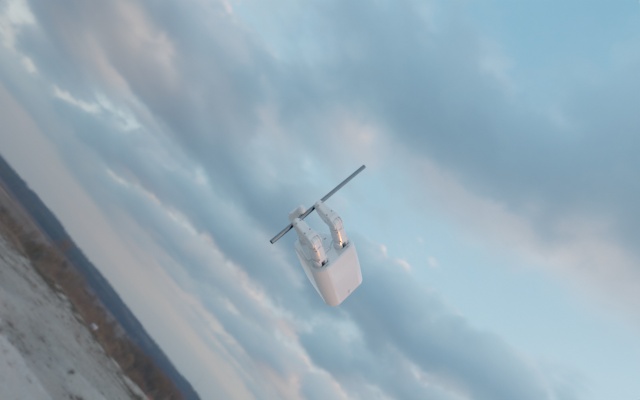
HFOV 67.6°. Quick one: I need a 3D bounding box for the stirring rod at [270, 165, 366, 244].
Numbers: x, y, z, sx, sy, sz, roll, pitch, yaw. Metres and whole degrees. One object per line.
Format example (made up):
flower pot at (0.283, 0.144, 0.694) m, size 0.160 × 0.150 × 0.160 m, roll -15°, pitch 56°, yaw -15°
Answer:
stirring rod at (0.000, 0.003, 0.866) m, size 0.239 × 0.011 × 0.011 m, roll -39°, pitch 19°, yaw -26°
